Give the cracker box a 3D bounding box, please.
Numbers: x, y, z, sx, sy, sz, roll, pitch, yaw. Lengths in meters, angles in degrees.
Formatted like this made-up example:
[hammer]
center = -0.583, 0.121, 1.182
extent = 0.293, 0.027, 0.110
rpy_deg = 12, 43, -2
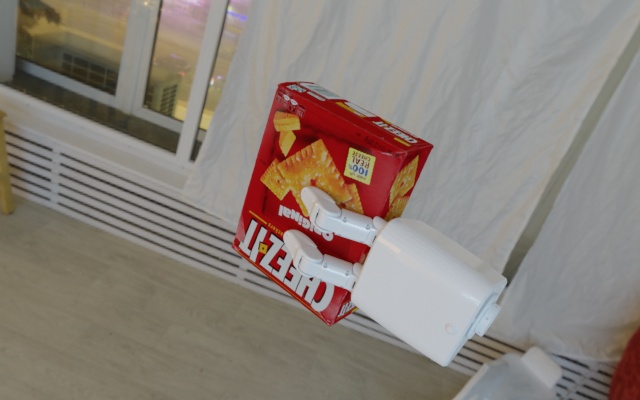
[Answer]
[cracker box]
center = 0.000, 0.002, 0.519
extent = 0.164, 0.214, 0.072
rpy_deg = 34, 28, 26
